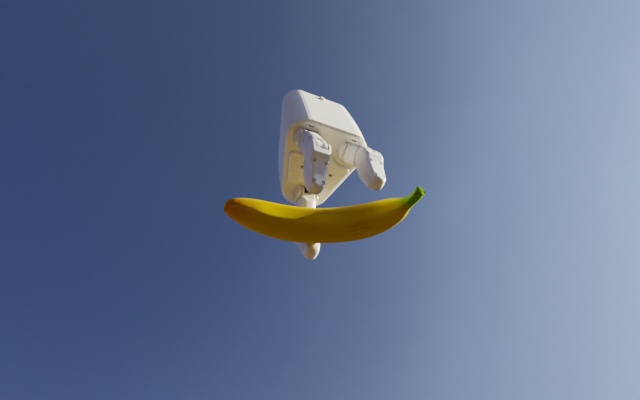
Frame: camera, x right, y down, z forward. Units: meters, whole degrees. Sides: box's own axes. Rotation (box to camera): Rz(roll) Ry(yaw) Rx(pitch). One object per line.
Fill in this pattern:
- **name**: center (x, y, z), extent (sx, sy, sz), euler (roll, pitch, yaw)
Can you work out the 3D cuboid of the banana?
- **banana**: center (0.004, 0.016, 0.490), extent (0.198, 0.070, 0.037), euler (-5, 40, -5)
